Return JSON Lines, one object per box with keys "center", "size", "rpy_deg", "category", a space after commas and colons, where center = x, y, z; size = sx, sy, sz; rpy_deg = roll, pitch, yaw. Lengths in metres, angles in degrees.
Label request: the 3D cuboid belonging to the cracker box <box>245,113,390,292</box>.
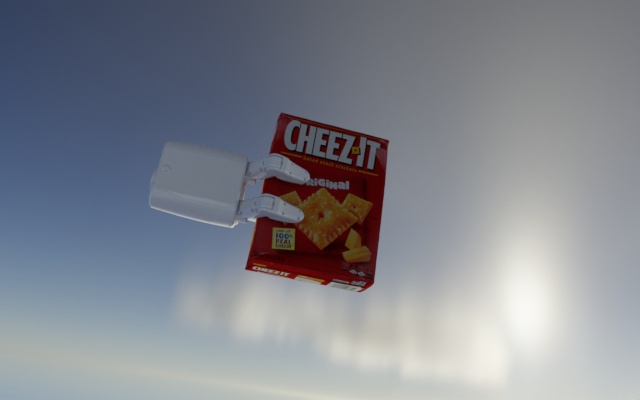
{"center": [0.000, 0.002, 0.650], "size": [0.164, 0.213, 0.072], "rpy_deg": [13, -22, -9], "category": "cracker box"}
